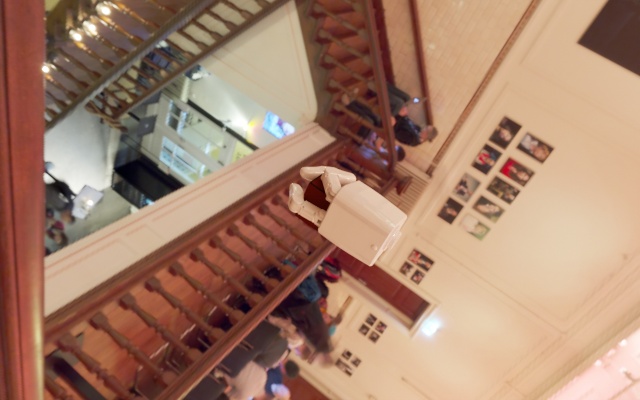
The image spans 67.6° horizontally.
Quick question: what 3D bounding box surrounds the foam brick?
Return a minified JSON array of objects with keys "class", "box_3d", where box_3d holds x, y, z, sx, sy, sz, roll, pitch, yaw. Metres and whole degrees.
[{"class":"foam brick","box_3d":[0.000,0.003,0.822,0.051,0.078,0.053,35,36,13]}]
